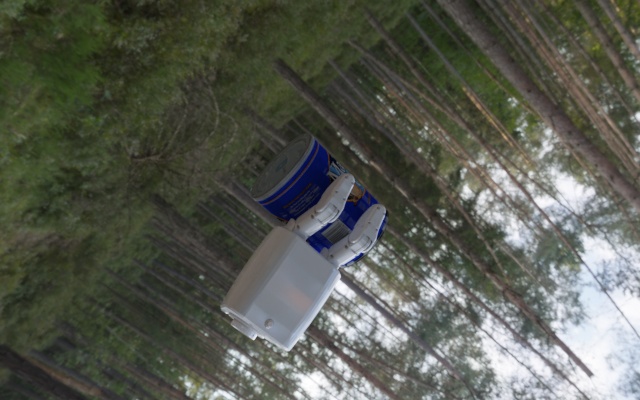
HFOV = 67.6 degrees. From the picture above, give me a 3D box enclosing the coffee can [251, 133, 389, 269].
[{"bbox_3d":[0.000,0.002,0.588,0.140,0.102,0.103,43,-18,-20],"label":"coffee can"}]
